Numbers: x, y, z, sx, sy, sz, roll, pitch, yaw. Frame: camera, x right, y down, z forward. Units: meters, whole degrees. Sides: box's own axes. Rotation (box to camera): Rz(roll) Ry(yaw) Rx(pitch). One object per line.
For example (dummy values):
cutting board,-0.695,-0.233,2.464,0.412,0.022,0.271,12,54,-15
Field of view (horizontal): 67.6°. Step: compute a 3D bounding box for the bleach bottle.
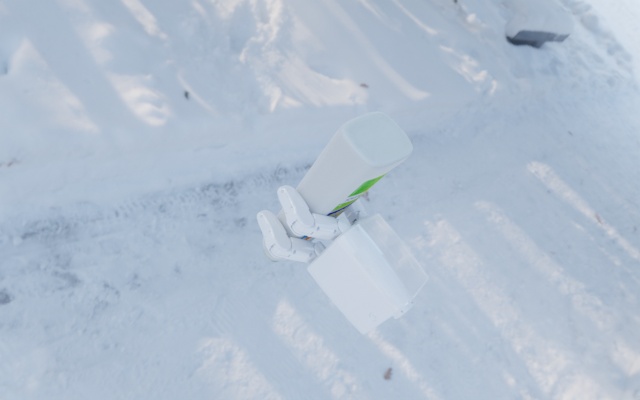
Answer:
bleach bottle,0.000,0.002,0.594,0.102,0.068,0.251,-27,-16,-47
